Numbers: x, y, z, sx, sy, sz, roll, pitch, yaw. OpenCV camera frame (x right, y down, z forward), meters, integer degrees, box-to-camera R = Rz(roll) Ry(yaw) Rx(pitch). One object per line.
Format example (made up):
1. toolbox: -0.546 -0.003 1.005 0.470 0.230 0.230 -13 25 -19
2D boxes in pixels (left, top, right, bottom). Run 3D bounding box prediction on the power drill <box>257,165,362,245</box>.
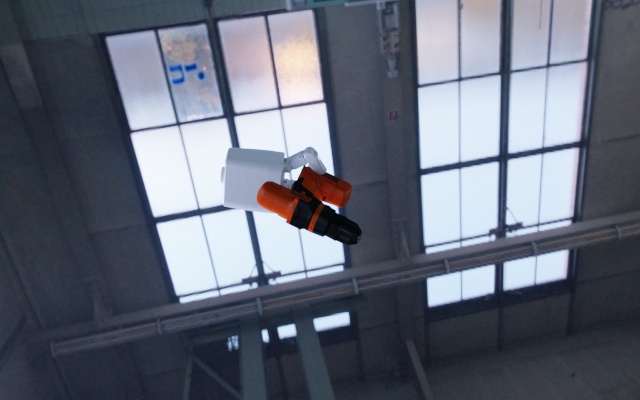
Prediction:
1. power drill: 0.000 0.003 0.840 0.184 0.057 0.187 27 20 7
